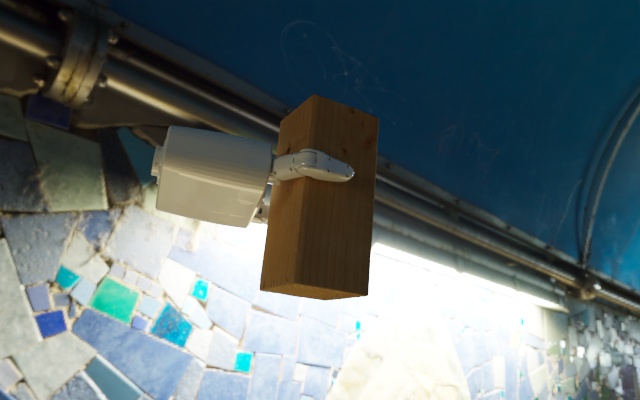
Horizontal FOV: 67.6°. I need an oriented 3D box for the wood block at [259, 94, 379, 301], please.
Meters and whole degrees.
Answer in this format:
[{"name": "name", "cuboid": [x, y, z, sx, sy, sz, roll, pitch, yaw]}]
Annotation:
[{"name": "wood block", "cuboid": [0.000, 0.001, 0.537, 0.090, 0.206, 0.091, 15, -20, -27]}]
